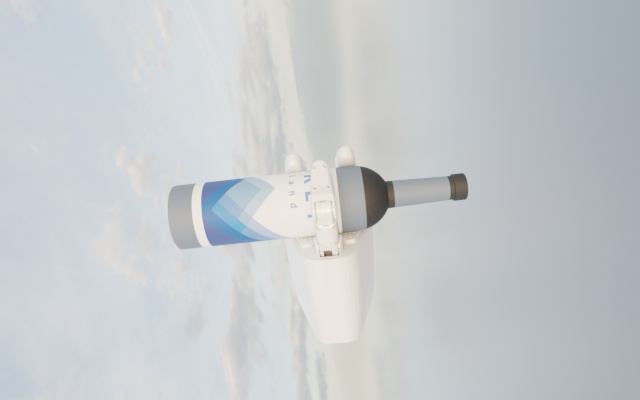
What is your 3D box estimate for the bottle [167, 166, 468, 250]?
[{"bbox_3d":[0.000,0.002,0.488,0.296,0.069,0.069,-6,0,2],"label":"bottle"}]
